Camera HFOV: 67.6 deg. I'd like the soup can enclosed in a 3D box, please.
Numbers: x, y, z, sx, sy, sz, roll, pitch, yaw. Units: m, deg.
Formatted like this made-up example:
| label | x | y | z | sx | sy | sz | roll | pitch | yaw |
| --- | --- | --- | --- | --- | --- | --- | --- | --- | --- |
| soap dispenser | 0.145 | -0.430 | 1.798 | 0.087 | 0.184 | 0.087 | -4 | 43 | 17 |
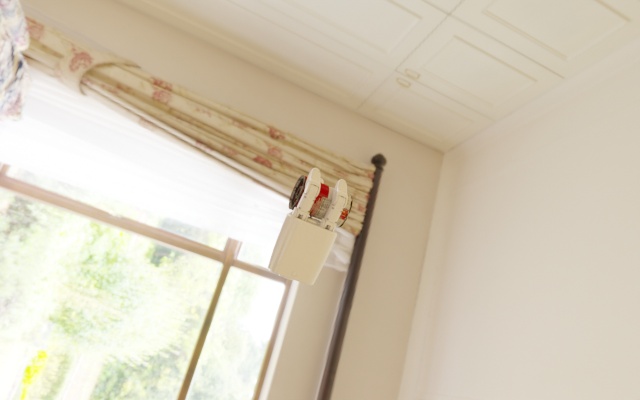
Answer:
| label | x | y | z | sx | sy | sz | roll | pitch | yaw |
| --- | --- | --- | --- | --- | --- | --- | --- | --- | --- |
| soup can | 0.001 | 0.003 | 0.889 | 0.102 | 0.068 | 0.068 | 22 | -6 | -15 |
